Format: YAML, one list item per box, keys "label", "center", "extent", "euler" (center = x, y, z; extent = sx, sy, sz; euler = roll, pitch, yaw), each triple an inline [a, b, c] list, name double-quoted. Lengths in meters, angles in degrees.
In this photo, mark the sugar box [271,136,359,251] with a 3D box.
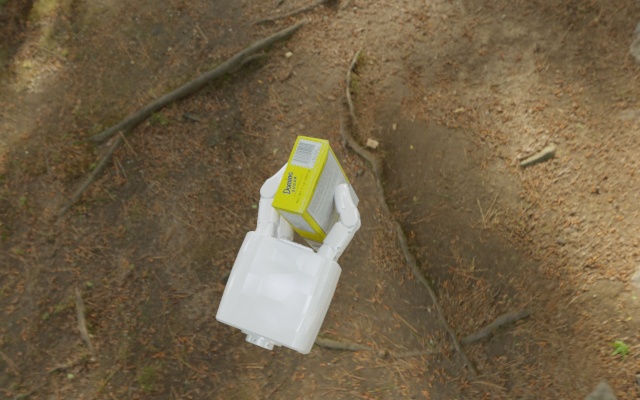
- label: "sugar box"
  center: [0.000, 0.002, 0.605]
  extent: [0.048, 0.093, 0.176]
  euler: [15, -18, 19]
